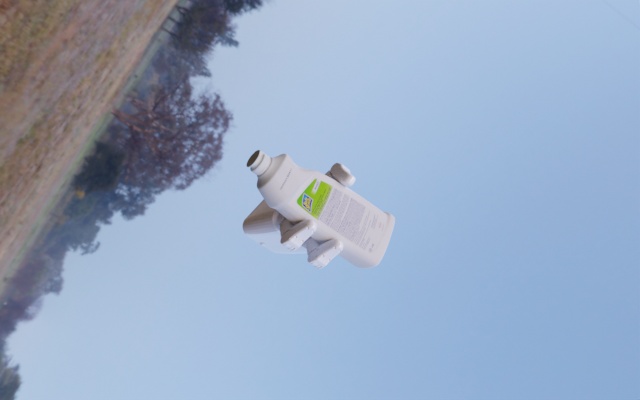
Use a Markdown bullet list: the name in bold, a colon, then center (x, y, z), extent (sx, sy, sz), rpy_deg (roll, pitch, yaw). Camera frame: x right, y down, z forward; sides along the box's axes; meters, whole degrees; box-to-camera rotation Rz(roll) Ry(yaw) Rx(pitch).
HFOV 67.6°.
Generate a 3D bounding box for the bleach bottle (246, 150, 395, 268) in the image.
- **bleach bottle**: center (0.000, 0.002, 0.709), extent (0.251, 0.102, 0.068), rpy_deg (37, -29, -28)
